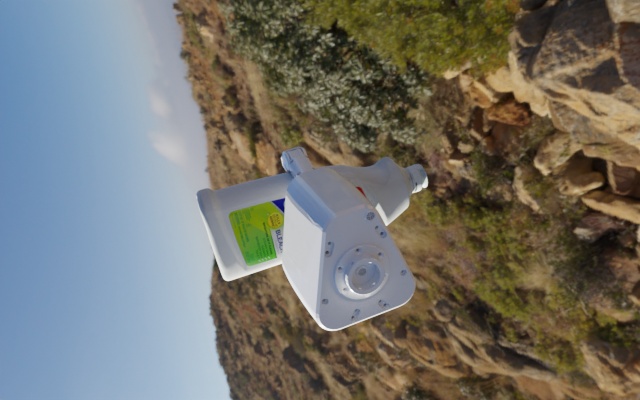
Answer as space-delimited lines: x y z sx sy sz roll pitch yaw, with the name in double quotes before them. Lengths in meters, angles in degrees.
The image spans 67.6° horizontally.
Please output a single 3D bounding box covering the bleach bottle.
"bleach bottle" 0.000 0.002 0.530 0.251 0.103 0.068 -18 22 -12
